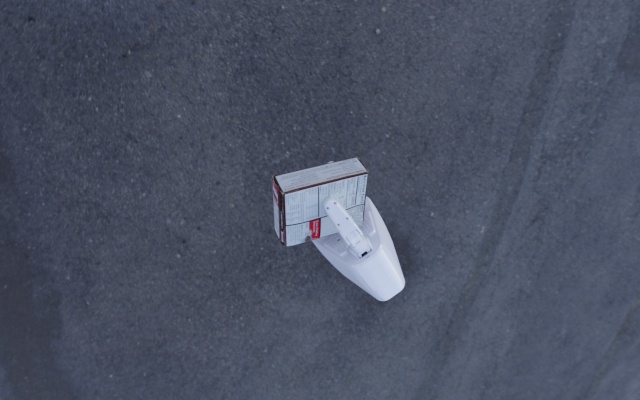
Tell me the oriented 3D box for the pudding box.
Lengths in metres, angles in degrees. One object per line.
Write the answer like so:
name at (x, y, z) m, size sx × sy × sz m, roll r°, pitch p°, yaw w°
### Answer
pudding box at (0.000, 0.002, 0.582) m, size 0.113 × 0.090 × 0.039 m, roll -15°, pitch 42°, yaw -19°
